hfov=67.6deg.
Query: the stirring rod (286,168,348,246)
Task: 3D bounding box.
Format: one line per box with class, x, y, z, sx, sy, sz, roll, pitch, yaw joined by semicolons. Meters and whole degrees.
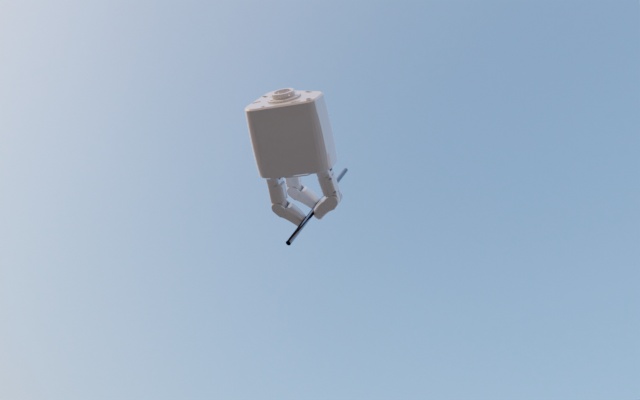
stirring rod;0.000;0.003;0.769;0.011;0.011;0.239;0;29;26
